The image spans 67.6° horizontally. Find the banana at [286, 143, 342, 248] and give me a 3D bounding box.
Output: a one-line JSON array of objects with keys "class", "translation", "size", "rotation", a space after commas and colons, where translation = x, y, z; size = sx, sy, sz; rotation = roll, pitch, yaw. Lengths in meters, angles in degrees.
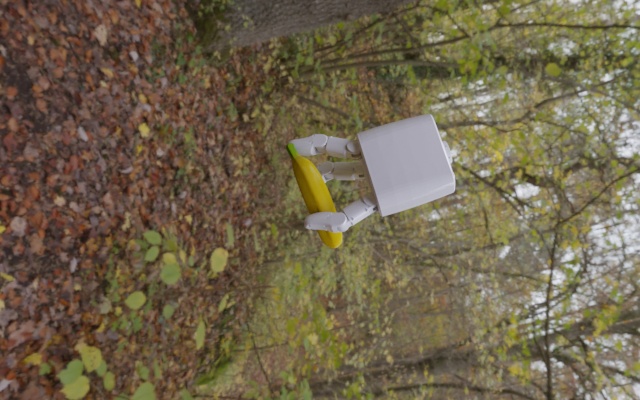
[{"class": "banana", "translation": [0.002, 0.010, 0.689], "size": [0.037, 0.198, 0.069], "rotation": [-19, 35, 3]}]
